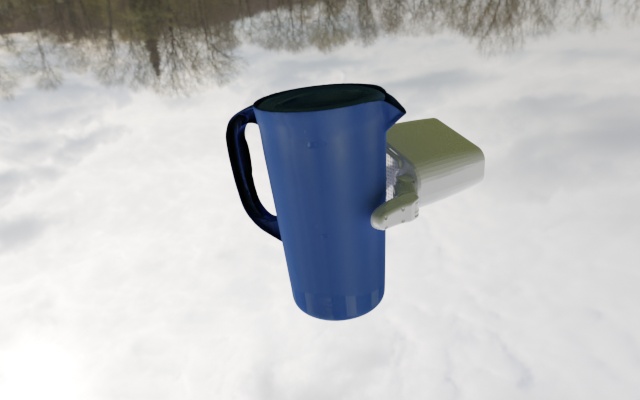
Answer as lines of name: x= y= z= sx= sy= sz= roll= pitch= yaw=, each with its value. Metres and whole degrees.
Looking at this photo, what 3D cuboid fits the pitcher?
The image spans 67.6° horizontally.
pitcher: x=0.000 y=0.002 z=0.515 sx=0.145 sy=0.243 sz=0.149 roll=-18 pitch=26 yaw=-27
